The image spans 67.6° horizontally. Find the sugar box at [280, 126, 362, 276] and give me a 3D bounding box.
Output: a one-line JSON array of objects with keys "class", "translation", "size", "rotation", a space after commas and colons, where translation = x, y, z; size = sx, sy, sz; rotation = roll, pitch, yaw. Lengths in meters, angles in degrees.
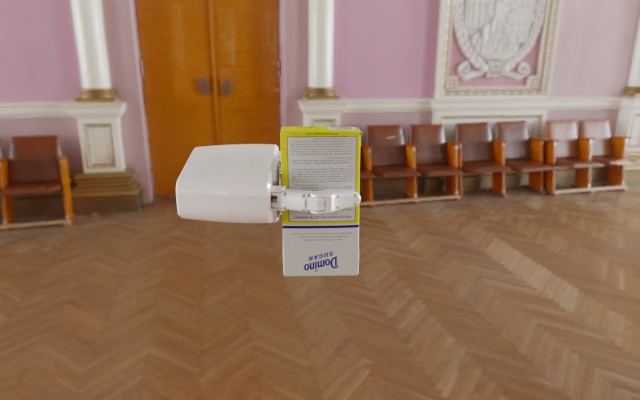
[{"class": "sugar box", "translation": [0.000, 0.002, 0.571], "size": [0.093, 0.176, 0.048], "rotation": [0, 17, -2]}]
